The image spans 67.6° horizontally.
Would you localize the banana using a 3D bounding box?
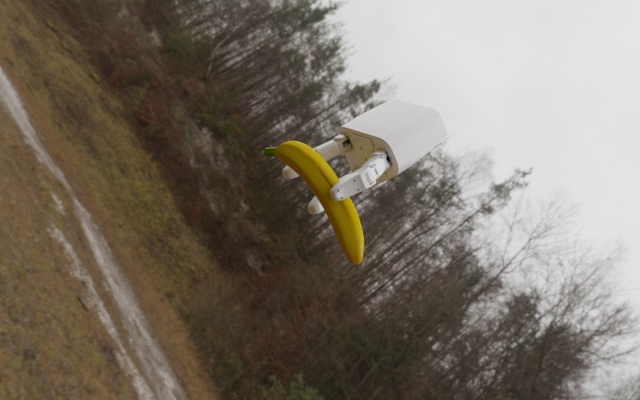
[{"bbox_3d":[0.005,-0.007,0.615,0.037,0.198,0.070,-35,-5,-30],"label":"banana"}]
